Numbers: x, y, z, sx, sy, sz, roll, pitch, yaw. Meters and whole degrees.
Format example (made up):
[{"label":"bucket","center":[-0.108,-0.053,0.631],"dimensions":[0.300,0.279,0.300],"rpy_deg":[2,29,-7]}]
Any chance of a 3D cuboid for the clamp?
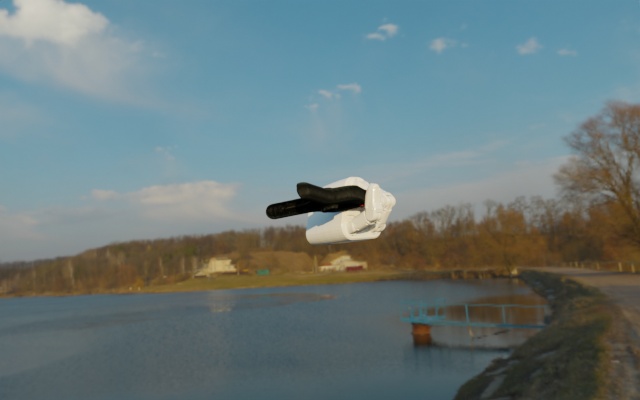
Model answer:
[{"label":"clamp","center":[0.000,0.002,0.763],"dimensions":[0.171,0.039,0.120],"rpy_deg":[4,-16,-40]}]
